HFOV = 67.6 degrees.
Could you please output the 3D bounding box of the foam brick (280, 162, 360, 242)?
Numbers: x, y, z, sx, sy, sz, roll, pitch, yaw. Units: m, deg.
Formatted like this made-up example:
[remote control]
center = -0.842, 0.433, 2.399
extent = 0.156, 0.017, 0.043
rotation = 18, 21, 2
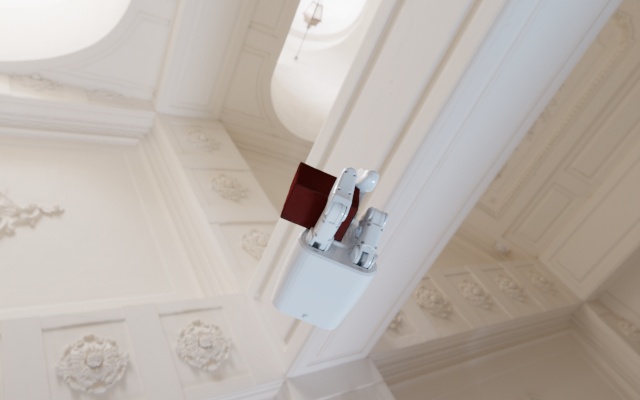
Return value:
[foam brick]
center = 0.000, 0.002, 0.548
extent = 0.078, 0.051, 0.053
rotation = 23, 32, -7
